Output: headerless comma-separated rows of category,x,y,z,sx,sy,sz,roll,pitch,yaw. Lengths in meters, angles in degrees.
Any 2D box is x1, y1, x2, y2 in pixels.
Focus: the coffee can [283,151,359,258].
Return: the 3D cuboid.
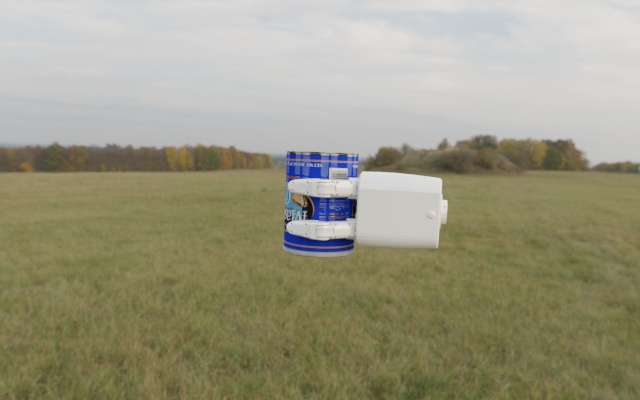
coffee can,0.000,0.002,0.679,0.103,0.140,0.103,2,5,0
